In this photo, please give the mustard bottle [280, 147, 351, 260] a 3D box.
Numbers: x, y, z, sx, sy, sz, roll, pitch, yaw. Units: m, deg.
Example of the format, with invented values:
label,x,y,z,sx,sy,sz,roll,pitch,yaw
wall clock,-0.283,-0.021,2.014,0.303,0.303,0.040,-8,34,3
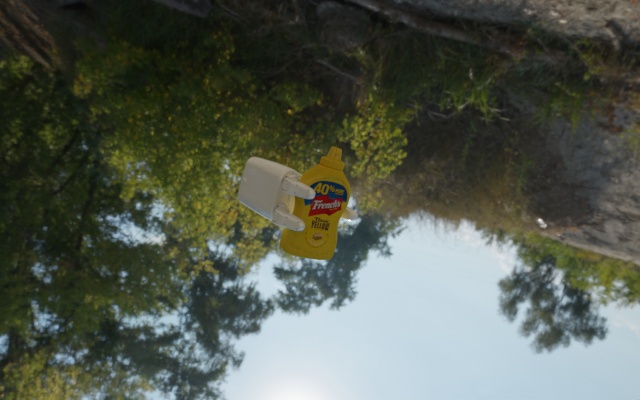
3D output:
label,x,y,z,sx,sy,sz,roll,pitch,yaw
mustard bottle,0.000,0.003,0.812,0.096,0.191,0.058,12,10,-25
